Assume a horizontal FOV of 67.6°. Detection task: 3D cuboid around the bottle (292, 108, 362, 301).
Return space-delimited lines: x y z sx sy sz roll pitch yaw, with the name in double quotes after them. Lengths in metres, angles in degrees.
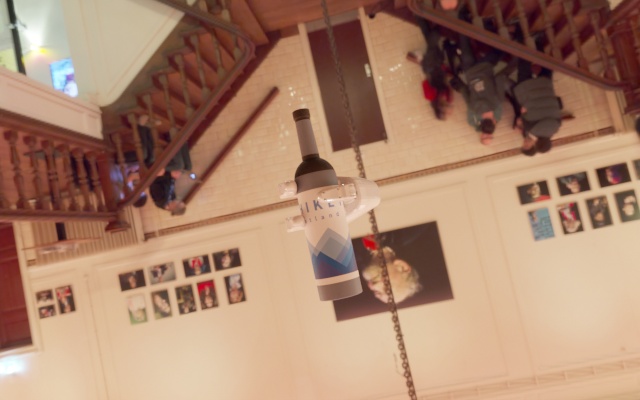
0.000 0.003 0.739 0.069 0.295 0.069 -12 -4 -1 "bottle"
